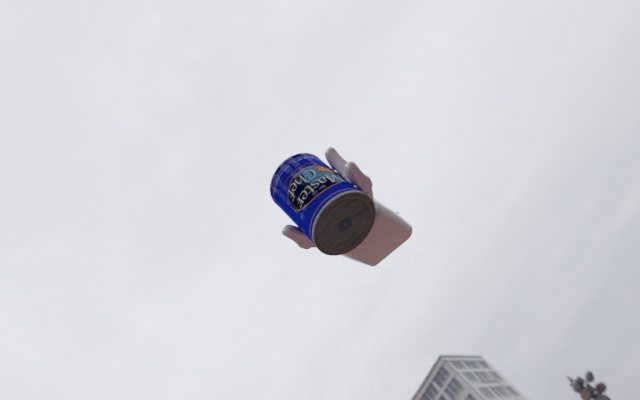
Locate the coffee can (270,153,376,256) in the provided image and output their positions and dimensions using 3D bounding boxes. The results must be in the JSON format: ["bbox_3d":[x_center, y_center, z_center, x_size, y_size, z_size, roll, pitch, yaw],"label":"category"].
[{"bbox_3d":[0.000,0.002,0.714,0.103,0.103,0.140,0,27,-35],"label":"coffee can"}]
